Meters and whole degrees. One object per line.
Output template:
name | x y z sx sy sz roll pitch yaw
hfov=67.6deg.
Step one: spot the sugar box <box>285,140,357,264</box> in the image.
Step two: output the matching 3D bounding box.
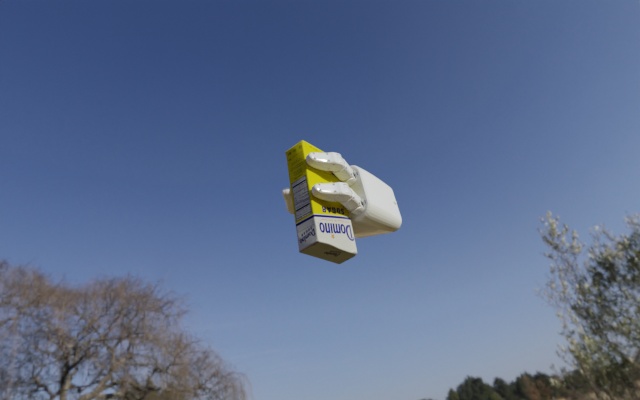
sugar box | 0.001 0.002 0.730 0.048 0.176 0.093 -32 -35 30
